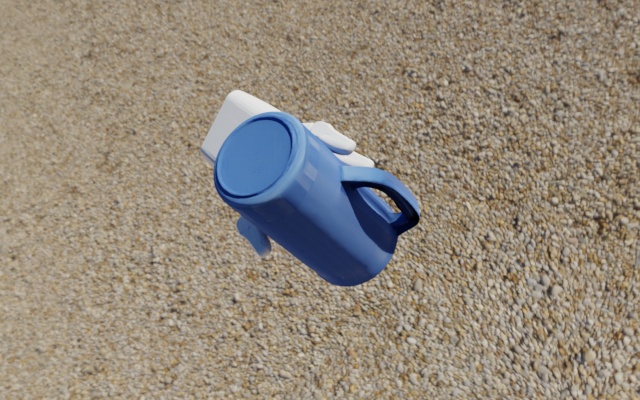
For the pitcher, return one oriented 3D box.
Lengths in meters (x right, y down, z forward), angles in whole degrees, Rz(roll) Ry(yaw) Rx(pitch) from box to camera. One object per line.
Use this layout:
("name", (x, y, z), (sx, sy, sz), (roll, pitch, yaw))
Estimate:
("pitcher", (0.000, 0.002, 0.549), (0.145, 0.149, 0.243), (36, -4, 37))
